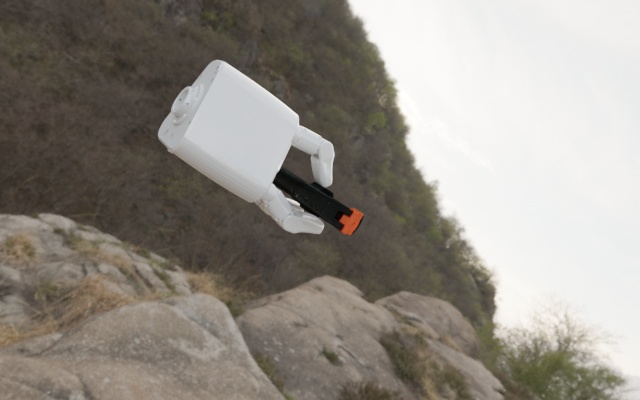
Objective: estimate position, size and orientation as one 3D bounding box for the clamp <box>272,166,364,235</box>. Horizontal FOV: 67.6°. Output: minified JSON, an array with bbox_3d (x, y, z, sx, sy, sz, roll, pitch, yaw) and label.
[{"bbox_3d":[0.001,0.001,0.598,0.165,0.036,0.210,30,1,-35],"label":"clamp"}]
